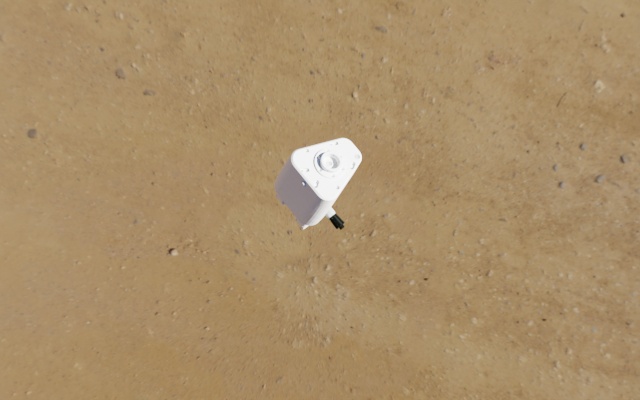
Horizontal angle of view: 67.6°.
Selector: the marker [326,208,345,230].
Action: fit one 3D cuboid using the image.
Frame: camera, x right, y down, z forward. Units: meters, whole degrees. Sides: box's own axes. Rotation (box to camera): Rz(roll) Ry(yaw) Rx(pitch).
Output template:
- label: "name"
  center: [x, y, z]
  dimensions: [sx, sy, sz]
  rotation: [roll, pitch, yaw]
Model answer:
- label: "marker"
  center: [0.000, 0.003, 0.838]
  dimensions: [0.020, 0.121, 0.020]
  rotation: [-40, -6, -5]
